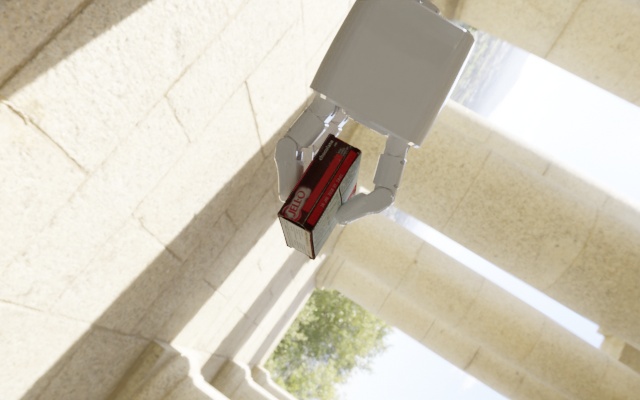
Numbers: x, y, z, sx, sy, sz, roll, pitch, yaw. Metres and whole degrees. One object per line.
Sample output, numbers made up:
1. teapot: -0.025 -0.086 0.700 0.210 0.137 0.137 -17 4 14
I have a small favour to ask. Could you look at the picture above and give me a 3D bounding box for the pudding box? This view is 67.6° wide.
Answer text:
1. pudding box: 0.000 0.002 0.459 0.039 0.090 0.113 29 -17 12
